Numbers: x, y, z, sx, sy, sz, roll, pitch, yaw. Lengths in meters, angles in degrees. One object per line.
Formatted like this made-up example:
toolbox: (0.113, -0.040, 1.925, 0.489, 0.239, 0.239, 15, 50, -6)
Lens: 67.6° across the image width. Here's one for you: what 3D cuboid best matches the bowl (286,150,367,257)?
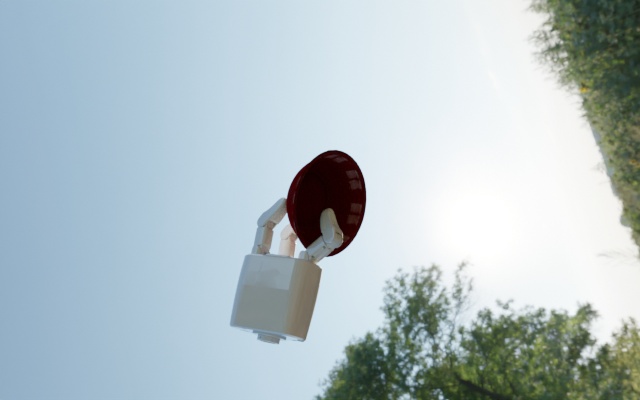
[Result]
bowl: (0.000, 0.001, 0.729, 0.055, 0.162, 0.162, 10, 7, 44)
